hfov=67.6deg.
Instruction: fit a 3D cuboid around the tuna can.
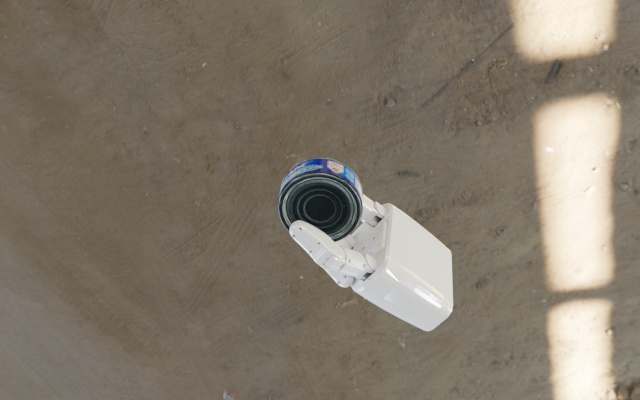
[{"bbox_3d":[0.000,0.002,0.481,0.086,0.086,0.033,0,31,4],"label":"tuna can"}]
